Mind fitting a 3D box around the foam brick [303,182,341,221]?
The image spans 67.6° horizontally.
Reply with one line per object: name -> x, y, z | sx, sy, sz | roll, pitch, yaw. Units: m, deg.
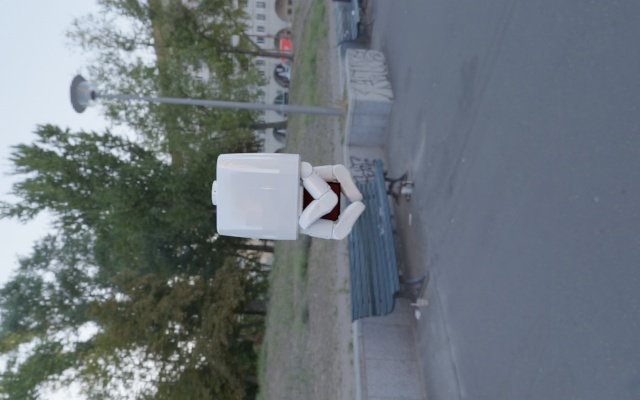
foam brick -> 0.000, 0.002, 0.680 | 0.051, 0.053, 0.078 | 1, -5, -2
